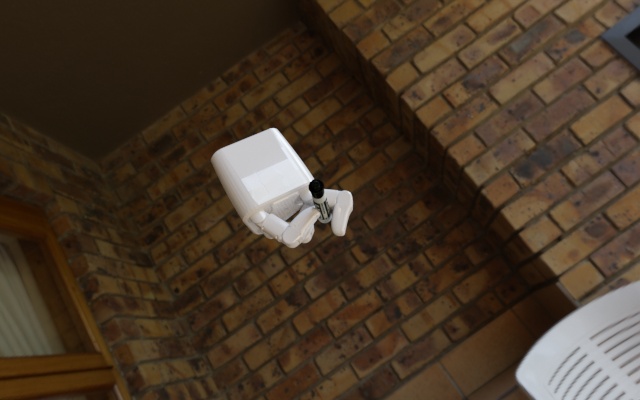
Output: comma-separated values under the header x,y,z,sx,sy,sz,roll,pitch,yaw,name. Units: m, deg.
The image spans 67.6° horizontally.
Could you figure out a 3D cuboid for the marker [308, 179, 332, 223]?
x,y,z,sx,sy,sz,roll,pitch,yaw,name
0.000,0.002,0.604,0.020,0.020,0.121,0,-20,6,marker
